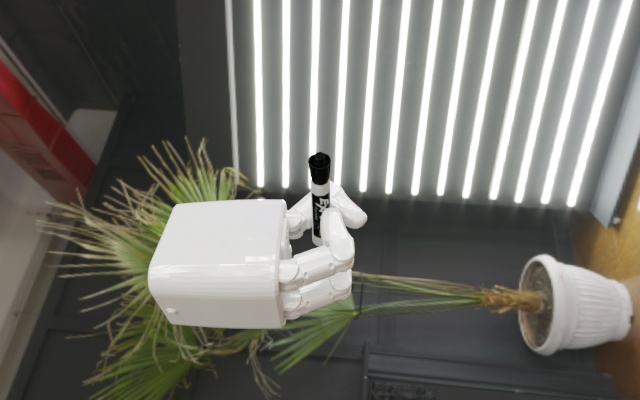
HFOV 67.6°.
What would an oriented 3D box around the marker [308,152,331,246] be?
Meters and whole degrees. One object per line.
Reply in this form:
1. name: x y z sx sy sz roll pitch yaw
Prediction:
1. marker: 0.000 0.001 0.433 0.020 0.020 0.121 0 -38 1
